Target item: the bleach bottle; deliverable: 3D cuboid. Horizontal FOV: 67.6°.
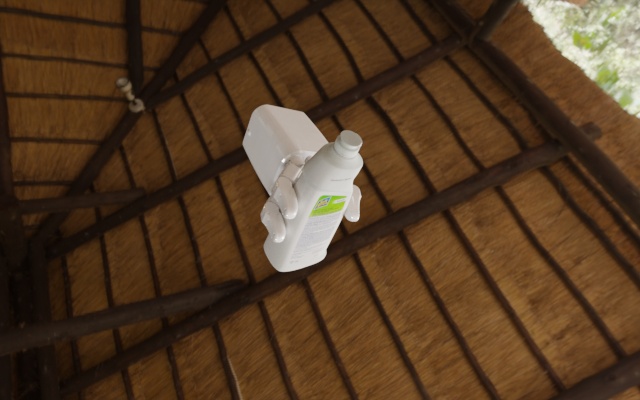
[{"bbox_3d":[0.000,0.002,0.667,0.102,0.068,0.251,-15,-31,-36],"label":"bleach bottle"}]
